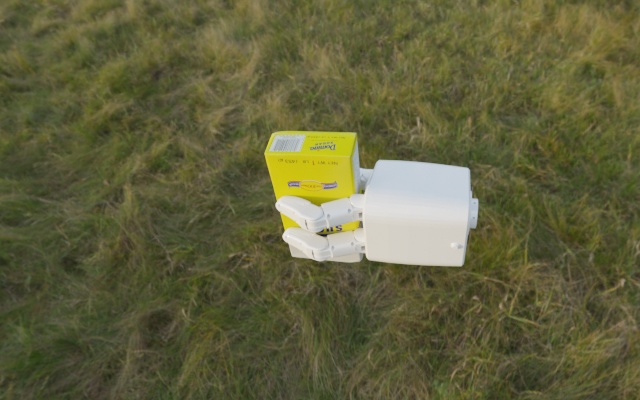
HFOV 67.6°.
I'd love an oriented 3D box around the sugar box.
[{"bbox_3d":[0.000,0.002,0.549,0.093,0.176,0.048,4,45,14],"label":"sugar box"}]
